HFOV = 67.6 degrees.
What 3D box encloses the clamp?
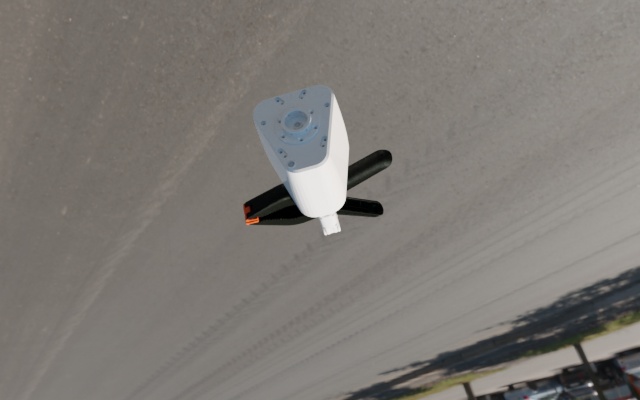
[{"bbox_3d":[0.000,0.003,0.668,0.210,0.036,0.165,-15,-28,3],"label":"clamp"}]
